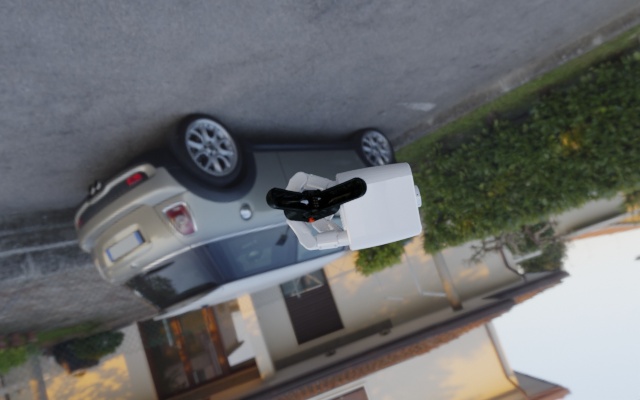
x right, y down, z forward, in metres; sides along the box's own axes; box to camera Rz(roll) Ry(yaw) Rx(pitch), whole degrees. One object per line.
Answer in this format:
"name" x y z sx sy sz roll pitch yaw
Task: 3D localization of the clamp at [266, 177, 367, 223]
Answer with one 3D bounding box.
"clamp" 0.000 0.003 0.632 0.120 0.039 0.171 -3 -8 3
